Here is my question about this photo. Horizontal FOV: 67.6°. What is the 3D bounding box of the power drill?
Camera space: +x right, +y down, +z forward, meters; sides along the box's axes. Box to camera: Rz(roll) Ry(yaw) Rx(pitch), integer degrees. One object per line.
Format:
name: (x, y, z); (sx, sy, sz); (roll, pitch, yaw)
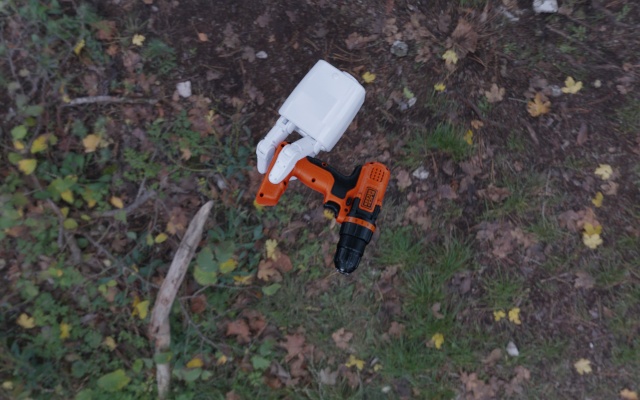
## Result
power drill: (0.000, 0.002, 0.739); (0.187, 0.184, 0.057); (21, -17, -3)
